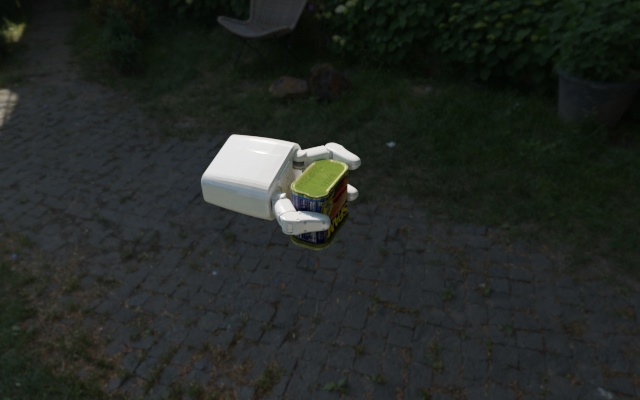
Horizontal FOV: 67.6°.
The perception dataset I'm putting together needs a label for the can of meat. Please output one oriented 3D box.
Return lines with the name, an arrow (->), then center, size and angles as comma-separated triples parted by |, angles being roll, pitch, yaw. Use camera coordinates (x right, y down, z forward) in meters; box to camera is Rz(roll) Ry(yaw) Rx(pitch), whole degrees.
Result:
can of meat -> 0.000, 0.002, 0.648 | 0.057, 0.084, 0.102 | 14, 37, 21
